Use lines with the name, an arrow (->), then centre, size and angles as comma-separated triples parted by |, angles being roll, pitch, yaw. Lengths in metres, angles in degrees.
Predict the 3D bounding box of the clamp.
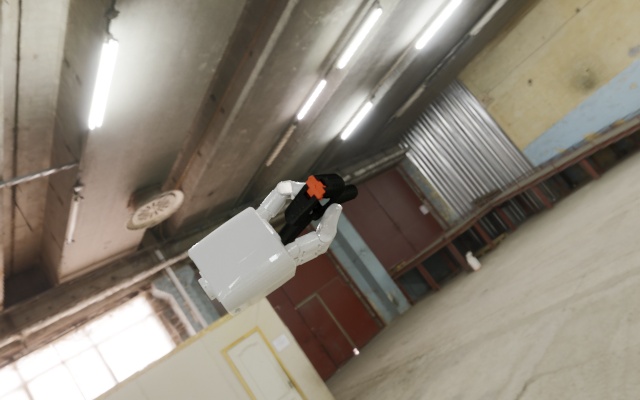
clamp -> -0.001, 0.002, 0.678 | 0.164, 0.036, 0.210 | -36, -11, -15
